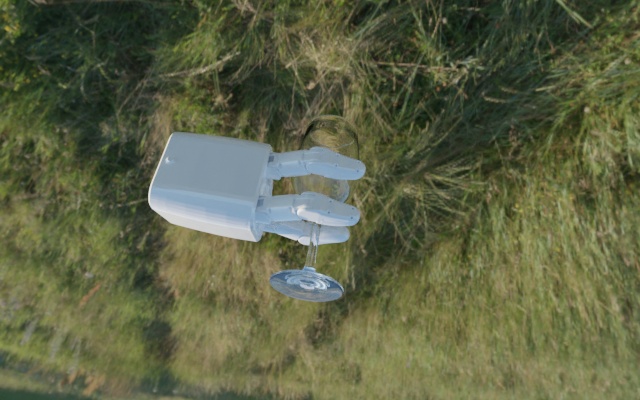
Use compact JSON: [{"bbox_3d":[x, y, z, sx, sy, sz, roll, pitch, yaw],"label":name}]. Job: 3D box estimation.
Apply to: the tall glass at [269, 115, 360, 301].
[{"bbox_3d":[0.000,0.002,0.521,0.079,0.201,0.079,7,-31,5],"label":"tall glass"}]
